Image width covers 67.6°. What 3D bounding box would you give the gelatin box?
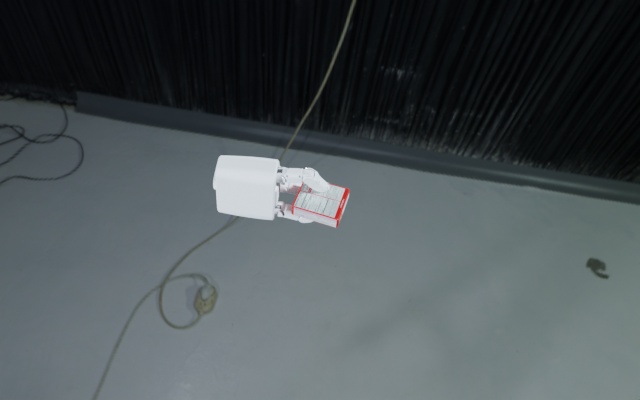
[{"bbox_3d":[0.000,0.003,0.864,0.089,0.073,0.030,16,-36,9],"label":"gelatin box"}]
